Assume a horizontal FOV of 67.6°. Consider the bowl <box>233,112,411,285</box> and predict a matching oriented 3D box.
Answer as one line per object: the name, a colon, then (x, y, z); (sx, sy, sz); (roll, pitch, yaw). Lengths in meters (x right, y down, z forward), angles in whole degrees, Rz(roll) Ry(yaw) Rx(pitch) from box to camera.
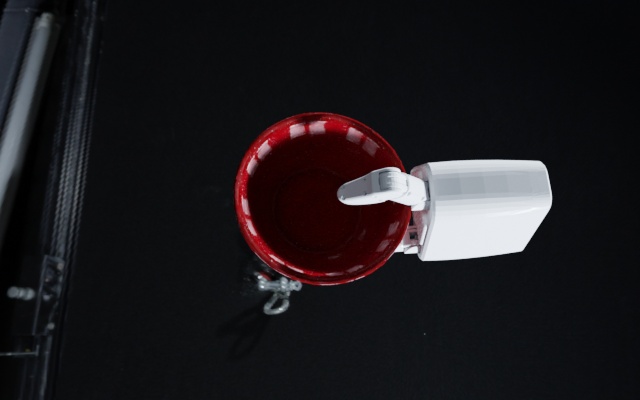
bowl: (-0.001, 0.001, 0.452); (0.162, 0.162, 0.055); (0, -16, -8)
